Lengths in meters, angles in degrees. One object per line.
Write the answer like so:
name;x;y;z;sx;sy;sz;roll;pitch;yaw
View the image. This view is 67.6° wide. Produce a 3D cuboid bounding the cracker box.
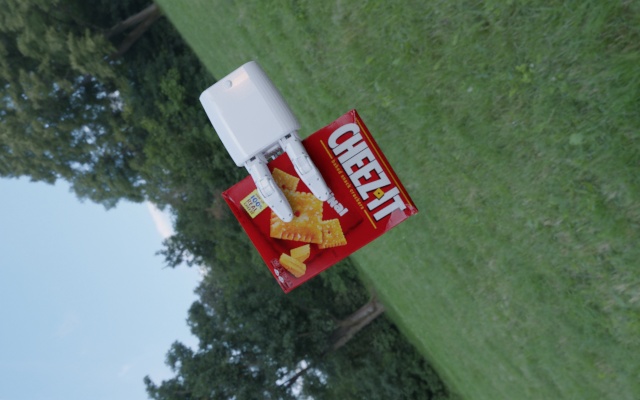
cracker box;0.000;0.002;0.656;0.214;0.164;0.072;-32;-1;6
